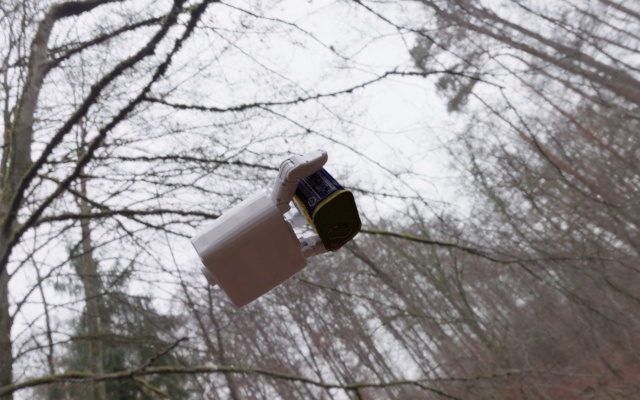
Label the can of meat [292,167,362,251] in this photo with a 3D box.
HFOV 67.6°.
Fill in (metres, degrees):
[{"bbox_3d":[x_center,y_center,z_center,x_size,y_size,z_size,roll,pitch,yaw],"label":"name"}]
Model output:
[{"bbox_3d":[0.000,0.002,0.600,0.057,0.084,0.102,-35,-35,-9],"label":"can of meat"}]
